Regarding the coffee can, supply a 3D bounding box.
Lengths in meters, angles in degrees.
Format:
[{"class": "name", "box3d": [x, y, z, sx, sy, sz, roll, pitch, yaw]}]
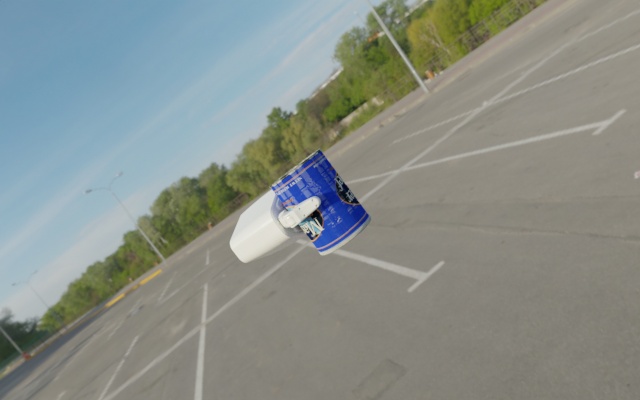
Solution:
[{"class": "coffee can", "box3d": [0.000, 0.003, 0.771, 0.103, 0.140, 0.103, -36, 6, 5]}]
